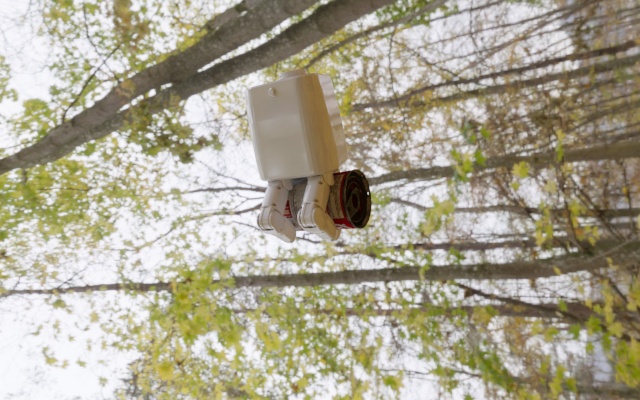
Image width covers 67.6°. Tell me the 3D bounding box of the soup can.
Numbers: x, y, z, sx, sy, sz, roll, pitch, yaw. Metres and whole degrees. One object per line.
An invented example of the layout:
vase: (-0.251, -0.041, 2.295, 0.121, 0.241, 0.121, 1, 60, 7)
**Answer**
soup can: (0.000, 0.002, 0.564, 0.102, 0.068, 0.068, -5, -3, 30)
